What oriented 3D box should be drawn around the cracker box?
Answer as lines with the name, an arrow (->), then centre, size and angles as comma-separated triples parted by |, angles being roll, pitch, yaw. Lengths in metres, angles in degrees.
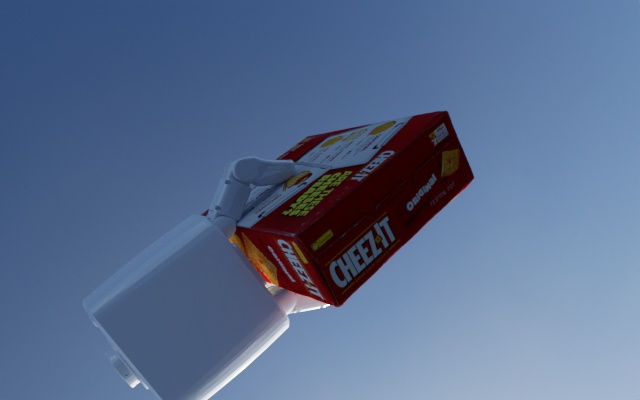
cracker box -> 0.000, 0.001, 0.429 | 0.164, 0.072, 0.213 | -39, 21, -25
